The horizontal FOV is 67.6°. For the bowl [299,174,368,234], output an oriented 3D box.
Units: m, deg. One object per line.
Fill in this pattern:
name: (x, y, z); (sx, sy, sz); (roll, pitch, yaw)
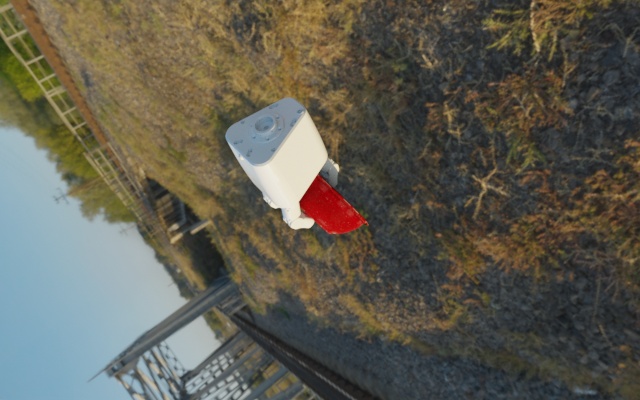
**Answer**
bowl: (0.001, 0.004, 0.765); (0.162, 0.055, 0.162); (43, -1, 0)
